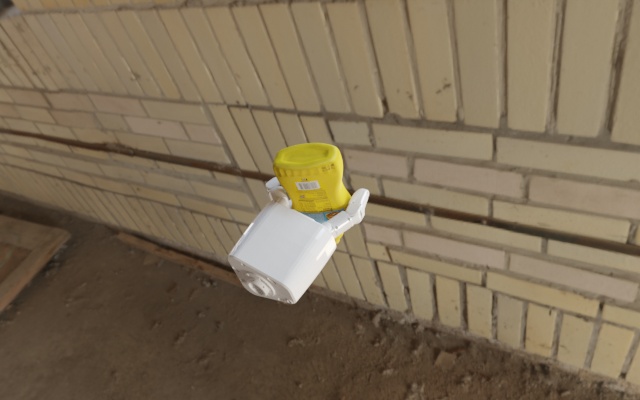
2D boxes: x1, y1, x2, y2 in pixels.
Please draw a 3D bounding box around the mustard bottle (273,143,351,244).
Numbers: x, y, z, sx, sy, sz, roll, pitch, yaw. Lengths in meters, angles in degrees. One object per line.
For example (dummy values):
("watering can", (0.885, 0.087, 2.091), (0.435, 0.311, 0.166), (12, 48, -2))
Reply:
("mustard bottle", (0.000, 0.002, 0.728), (0.096, 0.058, 0.192), (-4, -45, 15))
